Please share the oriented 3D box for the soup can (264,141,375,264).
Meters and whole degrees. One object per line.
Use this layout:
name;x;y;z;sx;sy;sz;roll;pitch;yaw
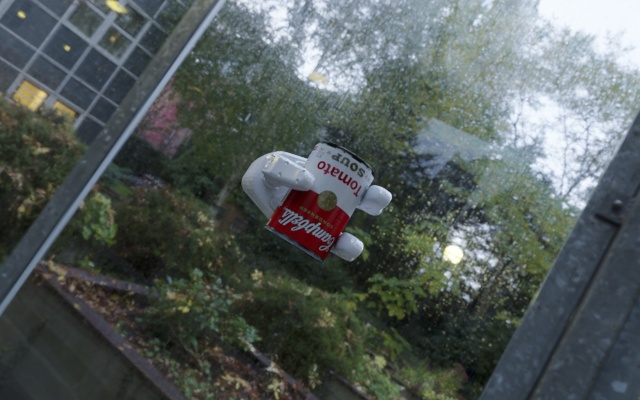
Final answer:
soup can;0.000;0.001;0.468;0.068;0.102;0.068;31;-8;5
